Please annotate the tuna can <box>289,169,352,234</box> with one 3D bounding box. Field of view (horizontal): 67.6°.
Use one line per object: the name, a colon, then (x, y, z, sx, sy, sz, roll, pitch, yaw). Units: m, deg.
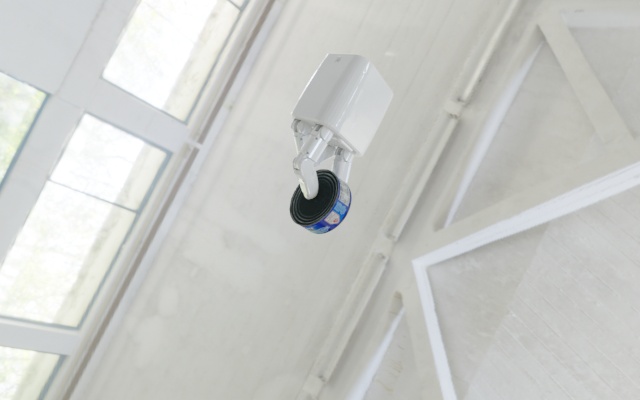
tuna can: (0.000, 0.002, 0.656, 0.086, 0.086, 0.034, 0, -26, 44)
